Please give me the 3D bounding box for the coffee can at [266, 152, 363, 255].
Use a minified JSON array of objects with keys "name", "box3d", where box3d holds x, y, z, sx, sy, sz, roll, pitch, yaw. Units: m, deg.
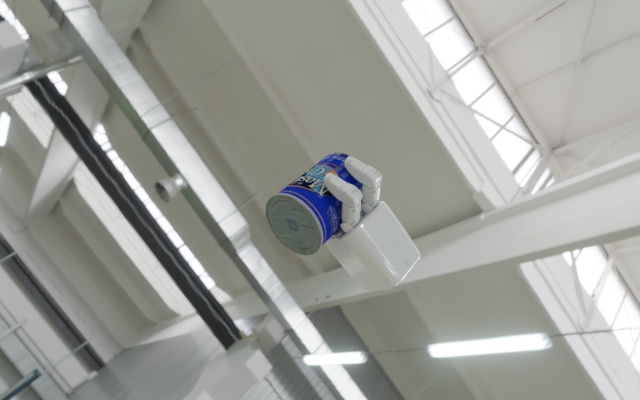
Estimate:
[{"name":"coffee can","box3d":[0.000,0.002,0.731,0.103,0.103,0.140,0,30,43]}]
